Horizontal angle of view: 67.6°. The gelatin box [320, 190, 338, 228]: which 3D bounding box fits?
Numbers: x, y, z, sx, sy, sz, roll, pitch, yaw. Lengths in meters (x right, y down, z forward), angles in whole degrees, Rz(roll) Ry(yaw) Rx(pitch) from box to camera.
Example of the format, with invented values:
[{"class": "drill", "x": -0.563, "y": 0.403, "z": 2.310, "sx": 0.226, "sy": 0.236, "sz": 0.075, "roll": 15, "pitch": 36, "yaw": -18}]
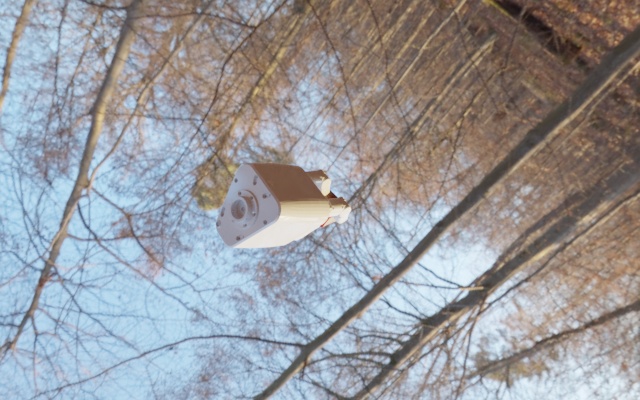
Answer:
[{"class": "gelatin box", "x": 0.000, "y": 0.003, "z": 0.772, "sx": 0.073, "sy": 0.030, "sz": 0.089, "roll": 44, "pitch": 20, "yaw": 12}]
